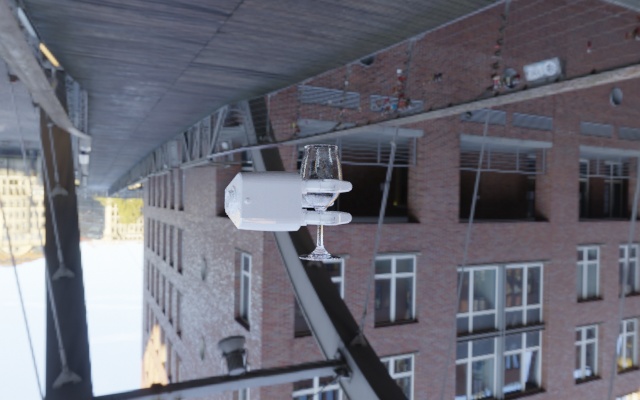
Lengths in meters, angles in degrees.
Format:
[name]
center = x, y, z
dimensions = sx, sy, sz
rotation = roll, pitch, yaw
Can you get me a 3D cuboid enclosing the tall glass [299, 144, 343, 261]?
[tall glass]
center = 0.000, 0.003, 0.854
dimensions = 0.079, 0.201, 0.079
rotation = 1, 0, 0
